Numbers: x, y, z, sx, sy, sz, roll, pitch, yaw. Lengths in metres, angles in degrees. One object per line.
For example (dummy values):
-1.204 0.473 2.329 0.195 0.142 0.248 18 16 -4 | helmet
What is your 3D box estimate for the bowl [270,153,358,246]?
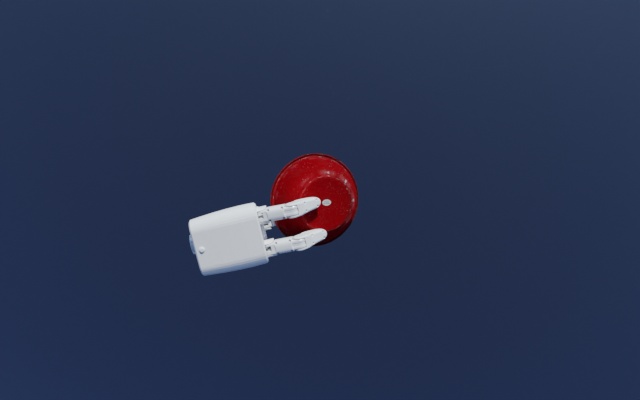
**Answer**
0.001 0.002 0.802 0.162 0.162 0.055 0 7 -20 | bowl
